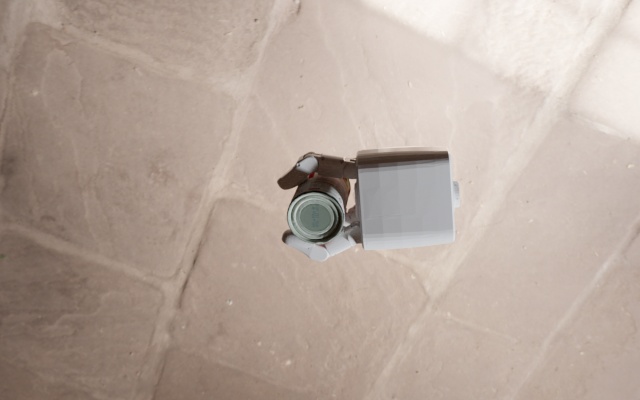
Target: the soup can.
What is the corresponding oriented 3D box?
[{"bbox_3d":[0.000,0.002,0.582,0.068,0.068,0.102,0,22,7],"label":"soup can"}]
